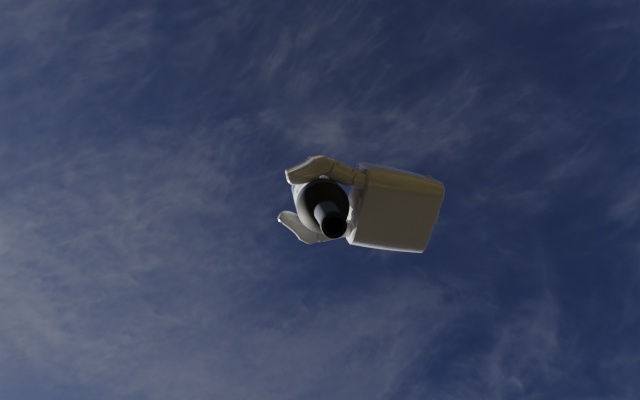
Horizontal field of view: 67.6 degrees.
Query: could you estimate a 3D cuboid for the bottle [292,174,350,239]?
[{"bbox_3d":[0.000,0.002,0.633,0.069,0.069,0.295,0,9,-6],"label":"bottle"}]
